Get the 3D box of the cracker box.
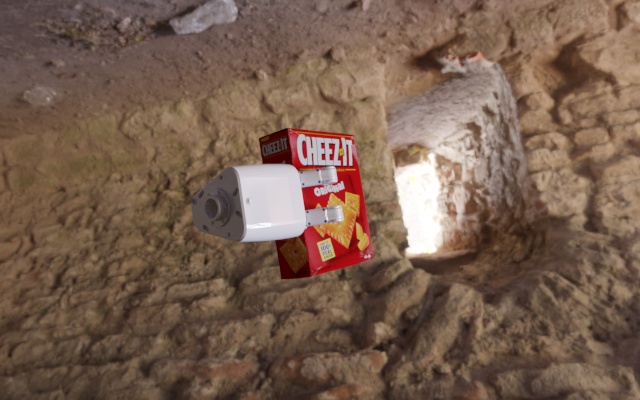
[{"bbox_3d":[0.000,0.003,0.742,0.072,0.213,0.164,-12,-5,39],"label":"cracker box"}]
